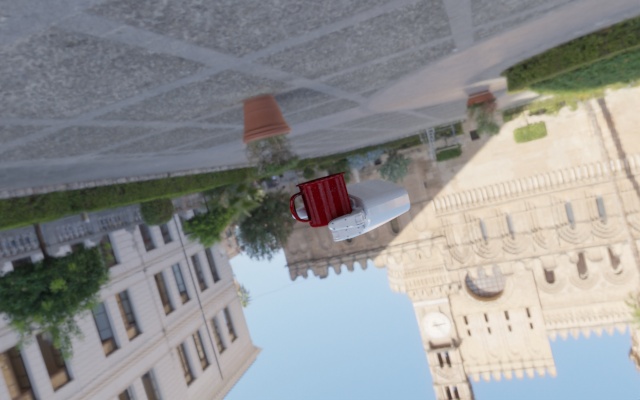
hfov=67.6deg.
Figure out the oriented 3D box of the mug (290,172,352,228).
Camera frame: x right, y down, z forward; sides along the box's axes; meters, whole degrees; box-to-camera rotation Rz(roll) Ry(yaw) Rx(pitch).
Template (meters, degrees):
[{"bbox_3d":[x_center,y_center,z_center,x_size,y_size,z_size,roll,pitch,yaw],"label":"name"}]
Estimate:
[{"bbox_3d":[-0.001,0.003,0.855,0.117,0.081,0.093,-18,5,-28],"label":"mug"}]
